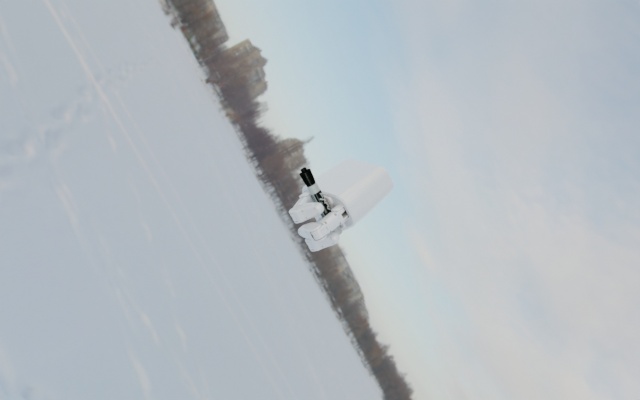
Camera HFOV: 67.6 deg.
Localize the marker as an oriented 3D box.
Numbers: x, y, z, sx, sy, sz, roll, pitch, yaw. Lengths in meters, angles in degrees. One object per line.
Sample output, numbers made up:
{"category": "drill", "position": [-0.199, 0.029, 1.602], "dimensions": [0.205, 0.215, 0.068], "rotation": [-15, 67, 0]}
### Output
{"category": "marker", "position": [0.000, 0.002, 0.742], "dimensions": [0.020, 0.121, 0.020], "rotation": [-25, 18, 9]}
